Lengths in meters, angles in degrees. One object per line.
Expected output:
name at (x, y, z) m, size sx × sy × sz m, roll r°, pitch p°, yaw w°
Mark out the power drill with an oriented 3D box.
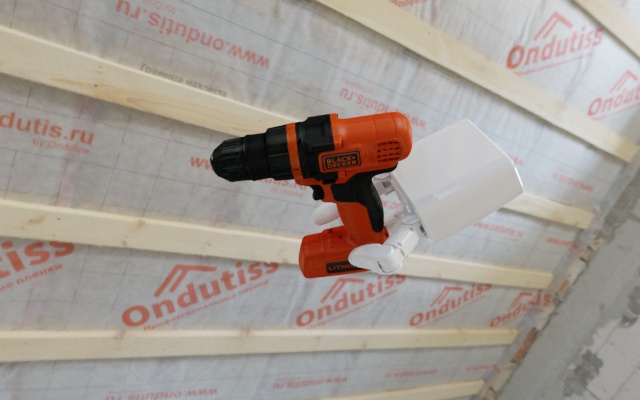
power drill at (0.000, 0.002, 0.481) m, size 0.184 × 0.057 × 0.188 m, roll -7°, pitch -45°, yaw 4°
